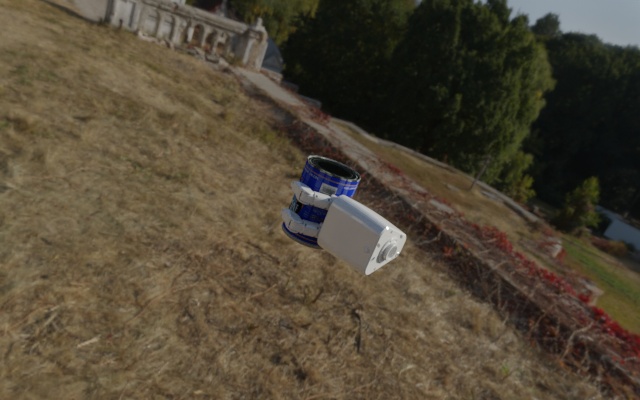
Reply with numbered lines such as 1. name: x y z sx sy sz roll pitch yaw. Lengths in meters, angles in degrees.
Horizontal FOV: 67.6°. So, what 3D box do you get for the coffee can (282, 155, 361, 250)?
1. coffee can: 0.000 0.003 0.867 0.103 0.140 0.102 19 18 -7
